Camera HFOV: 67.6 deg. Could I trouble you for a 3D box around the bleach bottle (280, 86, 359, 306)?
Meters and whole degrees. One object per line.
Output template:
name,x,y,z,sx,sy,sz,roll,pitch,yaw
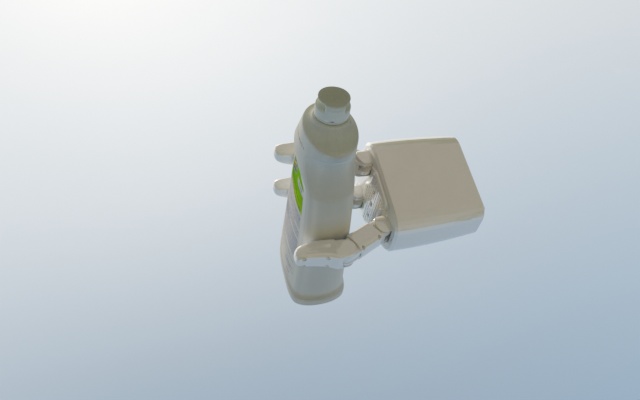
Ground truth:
bleach bottle,0.000,0.002,0.484,0.068,0.102,0.251,-8,-39,-15
